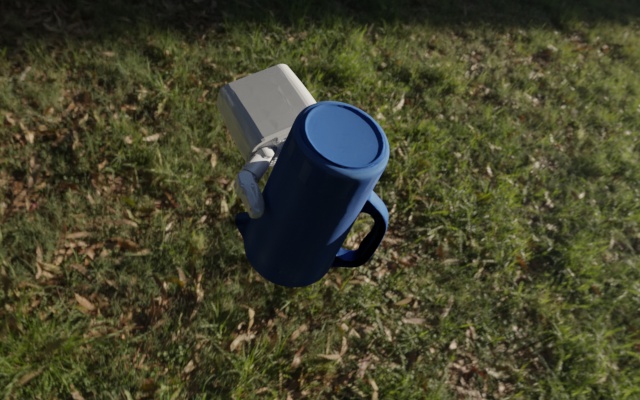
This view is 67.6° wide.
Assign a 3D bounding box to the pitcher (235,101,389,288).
[{"bbox_3d":[0.000,0.002,0.589,0.149,0.145,0.243,-18,-26,-30],"label":"pitcher"}]
